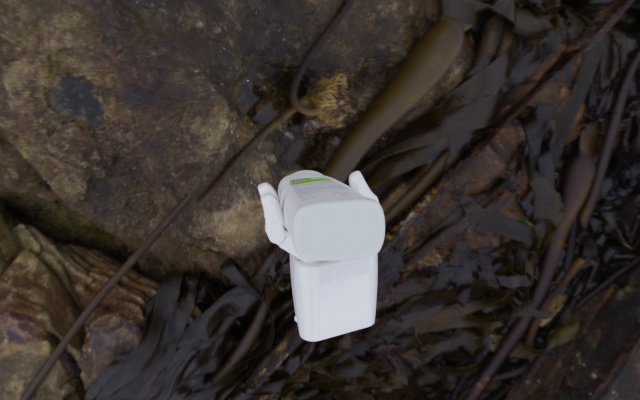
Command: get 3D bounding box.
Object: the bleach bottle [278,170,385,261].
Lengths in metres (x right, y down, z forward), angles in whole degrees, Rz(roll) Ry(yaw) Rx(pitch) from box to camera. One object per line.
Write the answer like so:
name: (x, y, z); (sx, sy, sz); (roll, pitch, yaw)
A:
bleach bottle: (0.000, 0.002, 0.613); (0.102, 0.068, 0.250); (-3, 15, -8)
